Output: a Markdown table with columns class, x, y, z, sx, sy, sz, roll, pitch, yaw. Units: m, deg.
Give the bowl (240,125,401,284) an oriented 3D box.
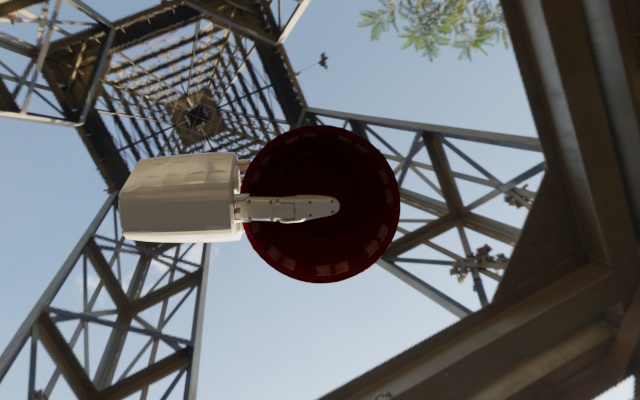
| class | x | y | z | sx | sy | sz | roll | pitch | yaw |
| --- | --- | --- | --- | --- | --- | --- | --- | --- | --- |
| bowl | 0.001 | 0.002 | 0.500 | 0.162 | 0.162 | 0.055 | 0 | 11 | 3 |
